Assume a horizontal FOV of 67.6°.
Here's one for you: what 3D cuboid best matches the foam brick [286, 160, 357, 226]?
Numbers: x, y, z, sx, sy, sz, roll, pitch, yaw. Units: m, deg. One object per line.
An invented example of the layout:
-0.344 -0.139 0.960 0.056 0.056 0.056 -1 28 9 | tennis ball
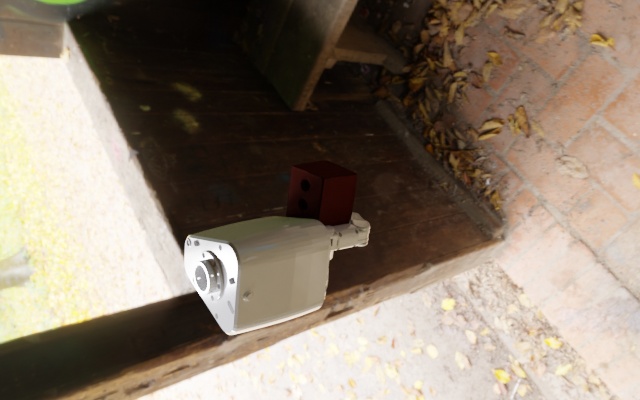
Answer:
0.000 0.001 0.518 0.051 0.078 0.053 -9 24 -40 | foam brick
